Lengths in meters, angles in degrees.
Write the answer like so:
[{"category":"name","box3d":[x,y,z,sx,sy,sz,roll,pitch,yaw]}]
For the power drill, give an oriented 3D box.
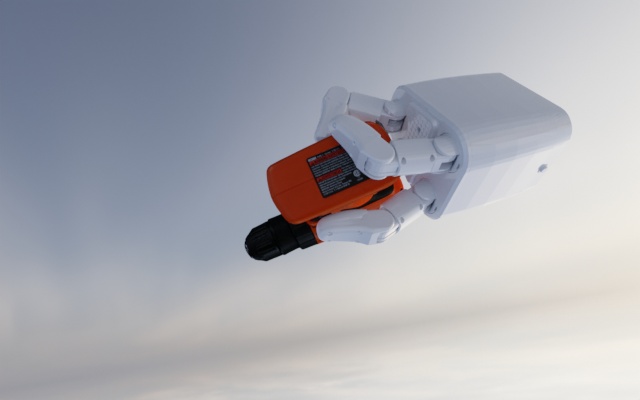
[{"category":"power drill","box3d":[0.000,0.001,0.454,0.184,0.057,0.188,-26,-11,-3]}]
